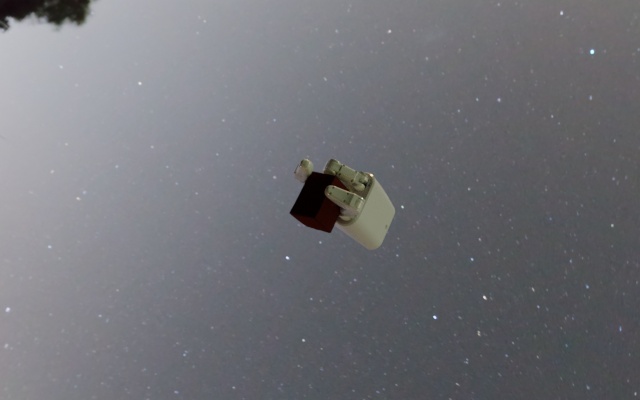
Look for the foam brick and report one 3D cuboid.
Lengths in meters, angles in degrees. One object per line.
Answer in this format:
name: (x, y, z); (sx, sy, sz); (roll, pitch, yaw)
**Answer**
foam brick: (0.000, 0.003, 0.736); (0.053, 0.078, 0.051); (13, -21, 38)
